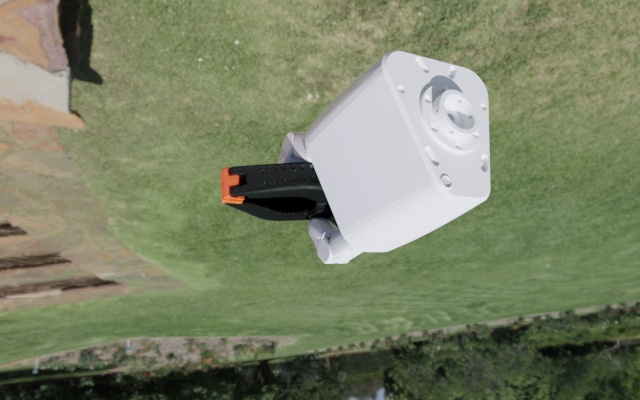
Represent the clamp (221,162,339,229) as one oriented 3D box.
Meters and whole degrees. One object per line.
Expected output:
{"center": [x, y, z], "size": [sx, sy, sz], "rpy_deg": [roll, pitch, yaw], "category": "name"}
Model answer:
{"center": [0.000, 0.002, 0.463], "size": [0.210, 0.036, 0.165], "rpy_deg": [4, -24, -28], "category": "clamp"}
